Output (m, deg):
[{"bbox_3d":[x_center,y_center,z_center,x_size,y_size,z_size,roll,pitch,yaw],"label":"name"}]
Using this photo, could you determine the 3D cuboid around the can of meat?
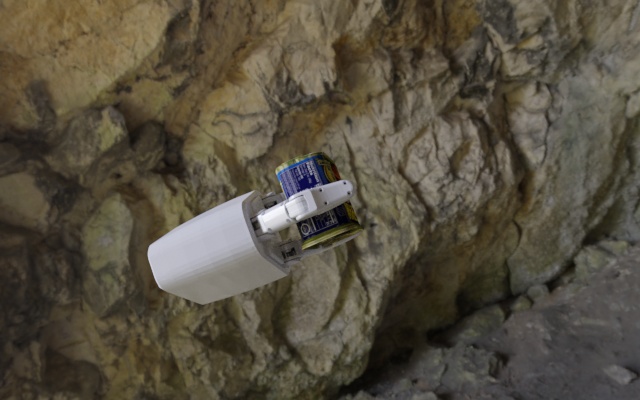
[{"bbox_3d":[0.000,0.001,0.492,0.057,0.084,0.102,-23,-9,9],"label":"can of meat"}]
